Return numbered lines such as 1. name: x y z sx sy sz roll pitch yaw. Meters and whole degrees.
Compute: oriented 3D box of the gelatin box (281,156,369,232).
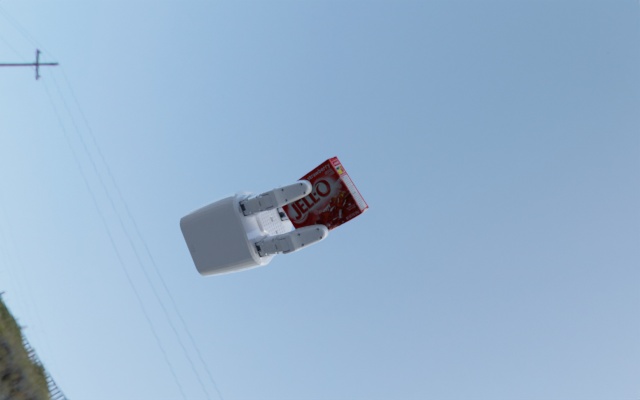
1. gelatin box: 0.001 0.002 0.563 0.089 0.073 0.030 -32 -1 27
